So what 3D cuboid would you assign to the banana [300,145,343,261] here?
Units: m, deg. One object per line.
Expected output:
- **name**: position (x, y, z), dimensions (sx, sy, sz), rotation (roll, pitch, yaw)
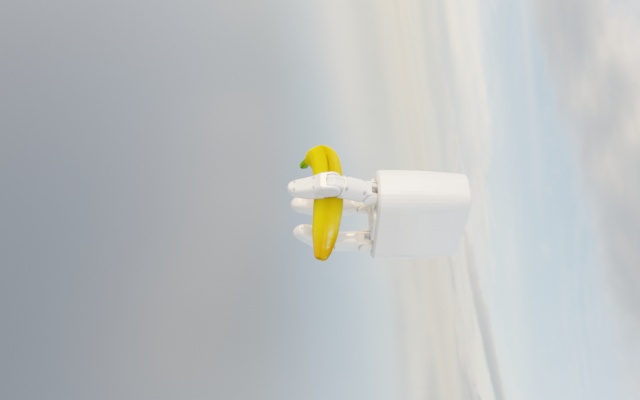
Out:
- **banana**: position (0.005, -0.015, 0.585), dimensions (0.037, 0.070, 0.197), rotation (9, 35, -13)
